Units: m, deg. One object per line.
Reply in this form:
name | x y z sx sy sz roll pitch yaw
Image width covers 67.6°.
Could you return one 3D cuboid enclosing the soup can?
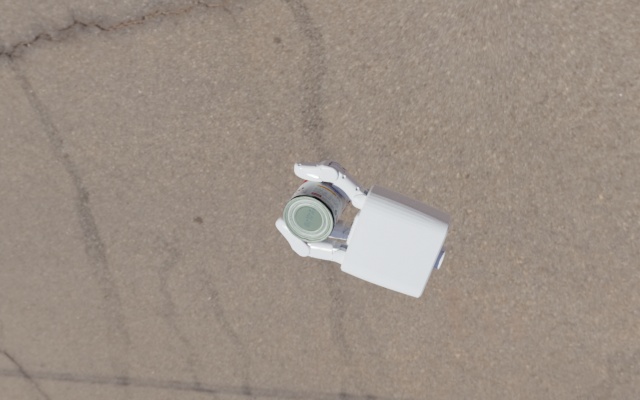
soup can | 0.000 0.002 0.622 0.068 0.068 0.102 0 26 20
